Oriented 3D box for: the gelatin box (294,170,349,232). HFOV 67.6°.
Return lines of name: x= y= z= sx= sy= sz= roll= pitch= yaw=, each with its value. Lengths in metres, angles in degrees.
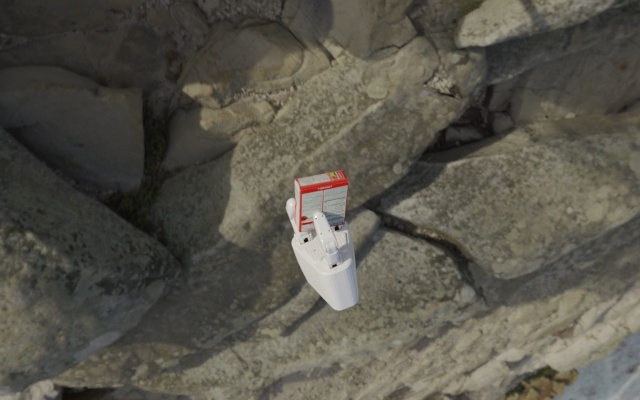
gelatin box: x=0.000 y=0.002 z=0.700 sx=0.073 sy=0.089 sz=0.030 roll=-11 pitch=45 yaw=-15
